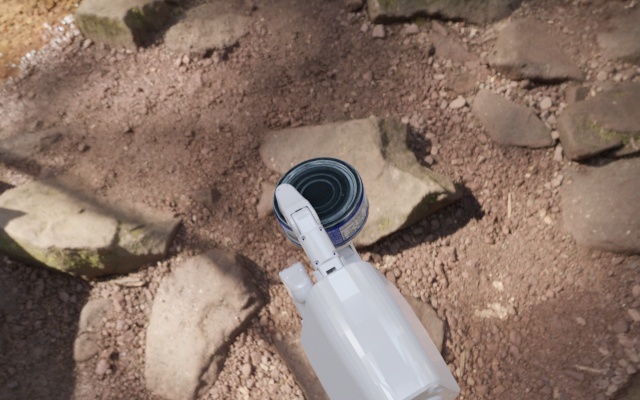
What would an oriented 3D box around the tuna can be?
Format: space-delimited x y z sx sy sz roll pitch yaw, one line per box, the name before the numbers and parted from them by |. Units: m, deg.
tuna can | 0.000 0.001 0.440 0.086 0.086 0.034 0 -35 16
